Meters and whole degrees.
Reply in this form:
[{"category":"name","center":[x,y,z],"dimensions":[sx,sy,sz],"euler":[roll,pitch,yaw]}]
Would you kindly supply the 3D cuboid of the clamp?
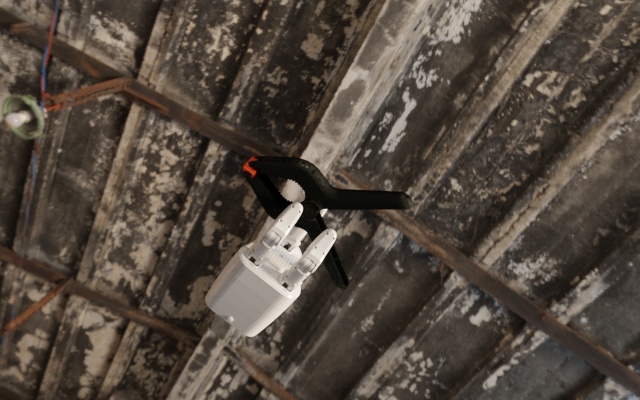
[{"category":"clamp","center":[0.000,0.001,0.611],"dimensions":[0.210,0.165,0.036],"euler":[39,27,-4]}]
